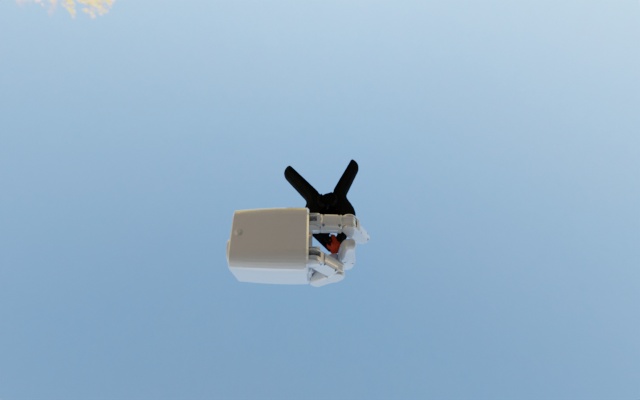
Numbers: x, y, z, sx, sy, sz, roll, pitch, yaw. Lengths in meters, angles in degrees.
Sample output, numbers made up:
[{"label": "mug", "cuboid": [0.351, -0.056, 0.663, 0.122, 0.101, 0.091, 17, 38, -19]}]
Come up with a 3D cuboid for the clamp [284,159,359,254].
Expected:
[{"label": "clamp", "cuboid": [0.000, 0.003, 0.734, 0.120, 0.171, 0.039, -3, -41, 6]}]
